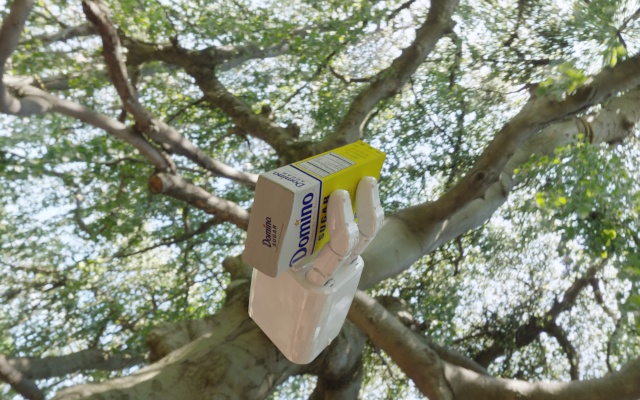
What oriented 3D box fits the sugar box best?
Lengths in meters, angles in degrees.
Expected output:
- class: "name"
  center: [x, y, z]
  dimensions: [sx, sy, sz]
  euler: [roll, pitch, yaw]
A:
- class: "sugar box"
  center: [0.001, 0.002, 0.481]
  dimensions: [0.048, 0.093, 0.176]
  euler: [27, 30, 22]
